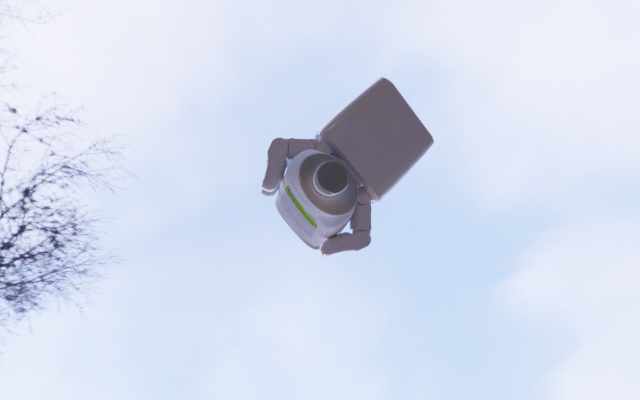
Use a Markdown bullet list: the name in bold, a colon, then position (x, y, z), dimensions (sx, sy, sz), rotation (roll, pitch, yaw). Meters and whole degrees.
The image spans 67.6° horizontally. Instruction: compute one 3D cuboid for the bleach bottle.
- **bleach bottle**: position (0.000, 0.002, 0.542), dimensions (0.068, 0.102, 0.251), rotation (-43, 0, -11)
